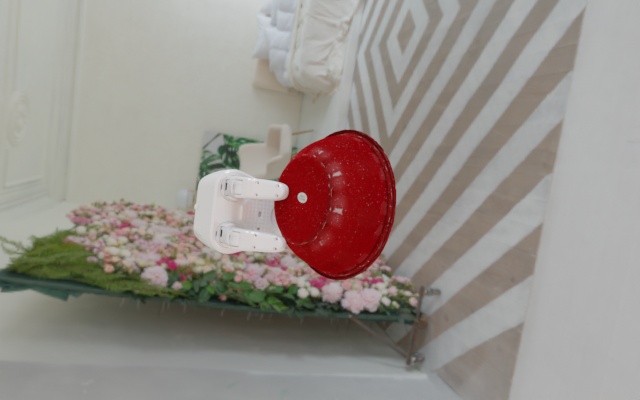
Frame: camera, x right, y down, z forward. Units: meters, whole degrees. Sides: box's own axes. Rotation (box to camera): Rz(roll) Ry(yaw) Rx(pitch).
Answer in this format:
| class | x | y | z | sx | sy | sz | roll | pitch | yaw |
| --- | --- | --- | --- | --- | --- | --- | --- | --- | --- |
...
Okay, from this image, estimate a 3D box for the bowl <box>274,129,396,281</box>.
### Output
| class | x | y | z | sx | sy | sz | roll | pitch | yaw |
| --- | --- | --- | --- | --- | --- | --- | --- | --- | --- |
| bowl | 0.001 | 0.001 | 0.495 | 0.055 | 0.162 | 0.162 | 7 | -5 | -41 |
